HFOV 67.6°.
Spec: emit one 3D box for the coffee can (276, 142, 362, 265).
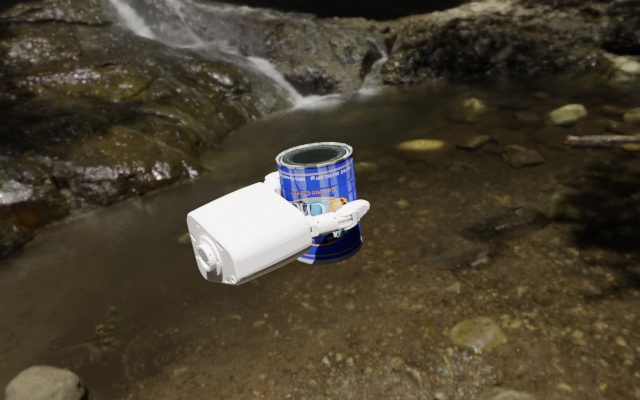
[{"bbox_3d":[0.000,0.002,0.656,0.103,0.140,0.102,-7,22,3],"label":"coffee can"}]
